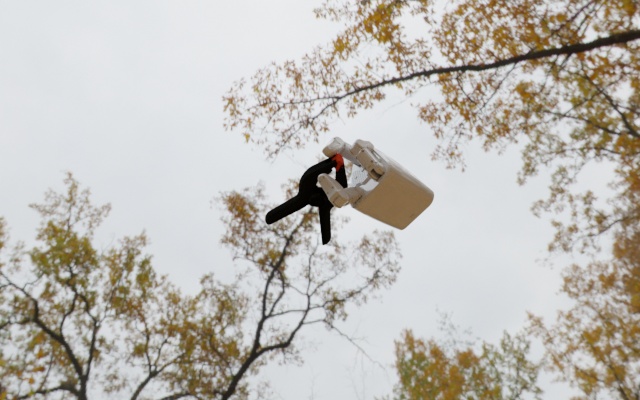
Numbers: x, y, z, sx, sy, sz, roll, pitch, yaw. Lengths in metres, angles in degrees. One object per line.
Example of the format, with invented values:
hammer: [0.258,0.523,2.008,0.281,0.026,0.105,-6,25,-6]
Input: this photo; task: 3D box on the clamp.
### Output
clamp: [0.000,0.002,0.788,0.120,0.171,0.039,27,31,-26]
